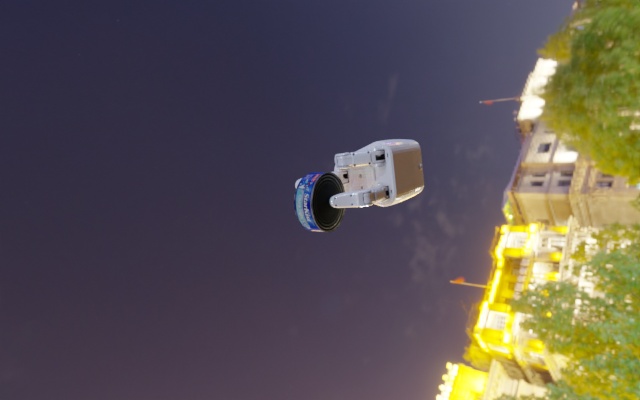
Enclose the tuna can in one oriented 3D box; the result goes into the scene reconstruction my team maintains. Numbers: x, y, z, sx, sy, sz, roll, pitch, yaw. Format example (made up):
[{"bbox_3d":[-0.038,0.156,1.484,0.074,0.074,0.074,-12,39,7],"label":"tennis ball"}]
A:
[{"bbox_3d":[0.000,0.002,0.686,0.034,0.086,0.086,1,1,36],"label":"tuna can"}]
